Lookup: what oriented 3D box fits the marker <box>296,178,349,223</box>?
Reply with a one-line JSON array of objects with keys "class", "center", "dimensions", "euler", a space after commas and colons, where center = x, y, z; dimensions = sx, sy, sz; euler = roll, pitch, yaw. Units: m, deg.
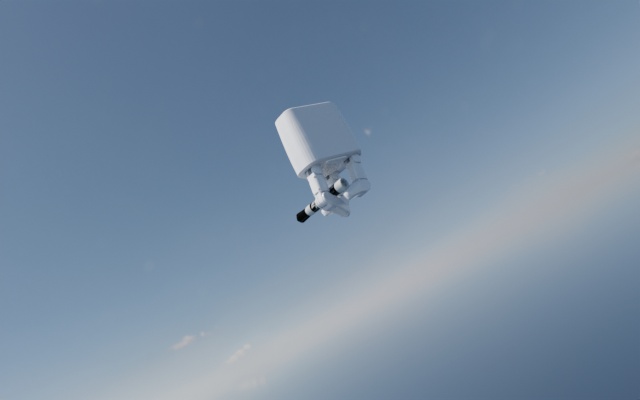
[{"class": "marker", "center": [0.000, 0.003, 0.771], "dimensions": [0.020, 0.020, 0.121], "euler": [0, -30, -45]}]
